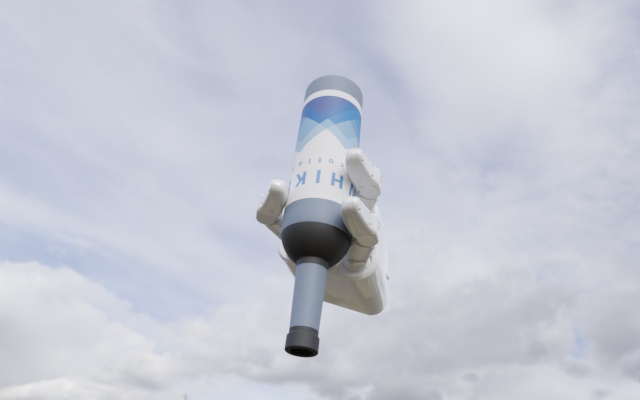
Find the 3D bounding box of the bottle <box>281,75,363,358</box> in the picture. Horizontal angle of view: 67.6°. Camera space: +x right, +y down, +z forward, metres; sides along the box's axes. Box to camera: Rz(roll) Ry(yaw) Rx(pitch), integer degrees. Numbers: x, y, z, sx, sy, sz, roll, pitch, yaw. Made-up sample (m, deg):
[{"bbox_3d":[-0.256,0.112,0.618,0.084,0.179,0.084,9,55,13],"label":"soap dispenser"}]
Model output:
[{"bbox_3d":[0.000,0.001,0.464,0.069,0.295,0.069,5,-35,3],"label":"bottle"}]
